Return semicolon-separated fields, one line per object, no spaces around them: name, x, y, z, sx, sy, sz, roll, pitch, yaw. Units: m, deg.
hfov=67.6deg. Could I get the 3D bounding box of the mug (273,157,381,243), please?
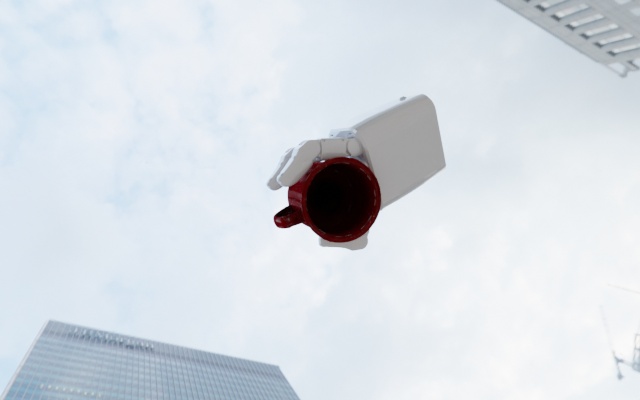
mug;-0.001;0.002;0.545;0.117;0.093;0.081;-28;13;-15
